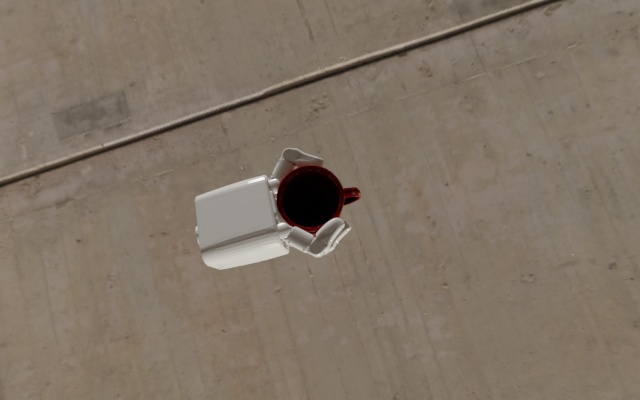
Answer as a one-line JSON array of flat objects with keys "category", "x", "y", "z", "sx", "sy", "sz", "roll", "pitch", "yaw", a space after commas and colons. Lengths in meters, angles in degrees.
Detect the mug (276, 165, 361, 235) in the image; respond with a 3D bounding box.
[{"category": "mug", "x": 0.002, "y": 0.002, "z": 0.686, "sx": 0.117, "sy": 0.093, "sz": 0.081, "roll": -15, "pitch": -13, "yaw": 0}]
